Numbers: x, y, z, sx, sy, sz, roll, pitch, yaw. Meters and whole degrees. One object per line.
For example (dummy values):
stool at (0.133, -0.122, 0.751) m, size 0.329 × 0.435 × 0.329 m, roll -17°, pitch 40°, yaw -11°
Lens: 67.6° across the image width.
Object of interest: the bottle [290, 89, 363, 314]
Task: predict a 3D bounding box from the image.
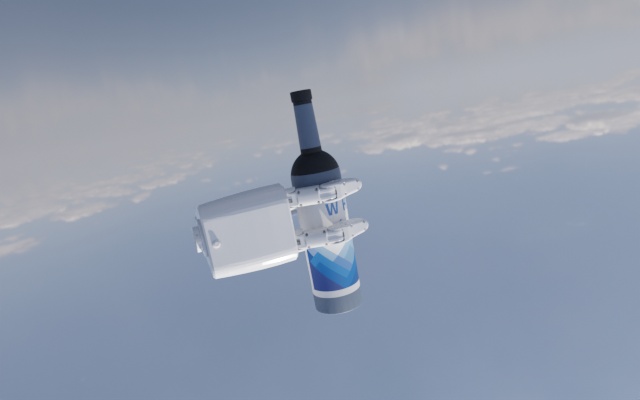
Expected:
bottle at (0.000, 0.002, 0.637) m, size 0.069 × 0.296 × 0.069 m, roll -10°, pitch 11°, yaw 2°
